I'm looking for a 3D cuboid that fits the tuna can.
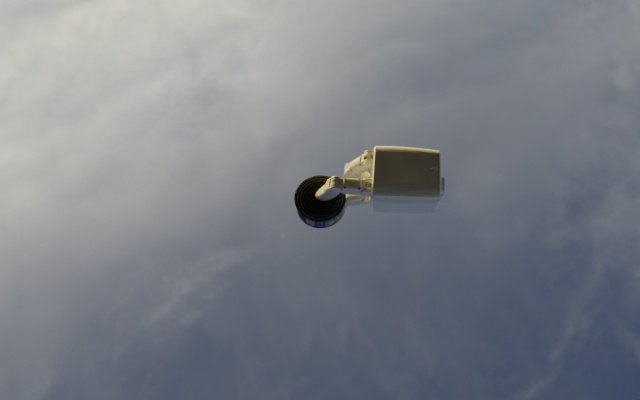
[{"bbox_3d":[0.000,0.003,0.802,0.086,0.086,0.034,0,-27,3],"label":"tuna can"}]
